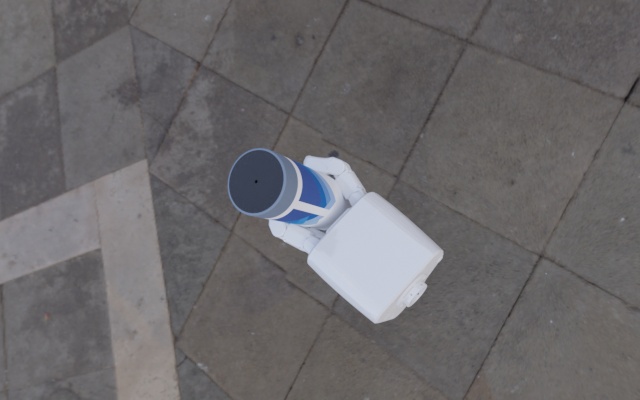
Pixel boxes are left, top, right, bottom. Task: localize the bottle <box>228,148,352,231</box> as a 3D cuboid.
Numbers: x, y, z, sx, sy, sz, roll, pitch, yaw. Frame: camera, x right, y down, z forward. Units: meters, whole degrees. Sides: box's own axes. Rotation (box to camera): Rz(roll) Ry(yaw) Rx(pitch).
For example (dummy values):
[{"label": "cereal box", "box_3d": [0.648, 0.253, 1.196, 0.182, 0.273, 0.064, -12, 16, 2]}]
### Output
[{"label": "bottle", "box_3d": [0.000, 0.002, 0.589, 0.069, 0.069, 0.296, 0, -8, 25]}]
